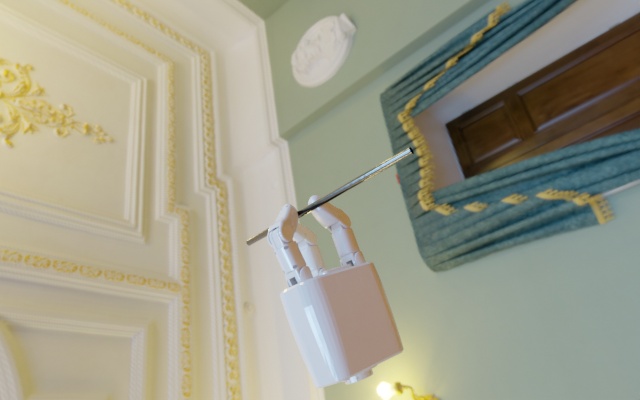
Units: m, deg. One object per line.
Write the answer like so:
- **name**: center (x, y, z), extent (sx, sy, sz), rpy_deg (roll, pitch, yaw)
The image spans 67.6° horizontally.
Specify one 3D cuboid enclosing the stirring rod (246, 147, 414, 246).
- **stirring rod**: center (0.000, 0.002, 0.532), extent (0.239, 0.011, 0.011), rpy_deg (-30, -17, 31)
